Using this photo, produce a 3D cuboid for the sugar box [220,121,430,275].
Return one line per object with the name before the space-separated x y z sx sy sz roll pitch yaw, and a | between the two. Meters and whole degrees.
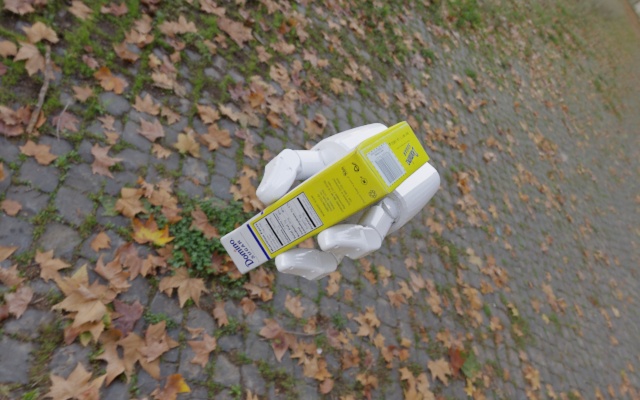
sugar box | 0.001 0.002 0.417 0.176 0.048 0.093 -35 -1 38
